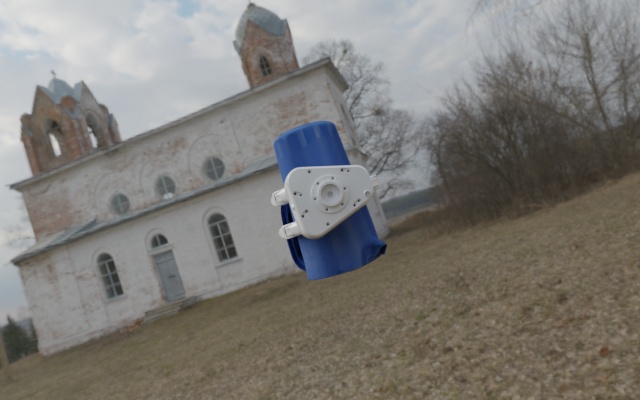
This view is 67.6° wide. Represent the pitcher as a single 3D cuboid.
[{"bbox_3d":[0.000,0.003,0.790,0.149,0.243,0.145,-18,-2,-4],"label":"pitcher"}]
